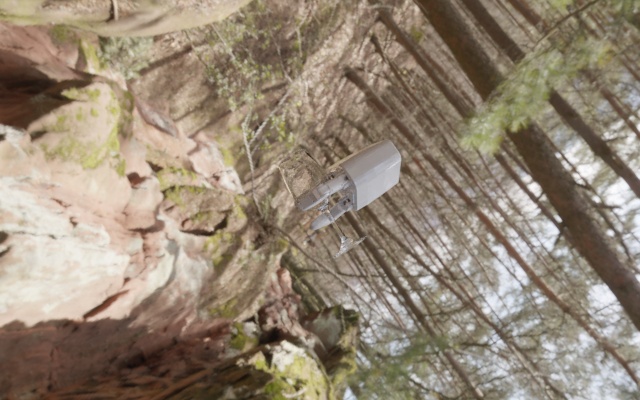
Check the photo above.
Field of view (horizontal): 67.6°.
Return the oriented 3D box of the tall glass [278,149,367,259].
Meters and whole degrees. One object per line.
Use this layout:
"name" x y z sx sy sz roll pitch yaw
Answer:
"tall glass" 0.000 0.003 0.878 0.079 0.201 0.079 -32 -10 -7
